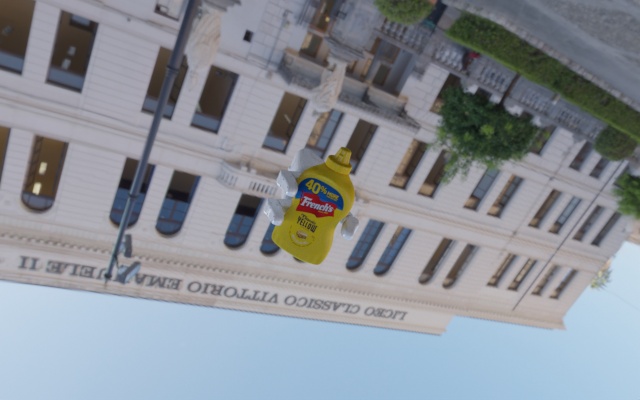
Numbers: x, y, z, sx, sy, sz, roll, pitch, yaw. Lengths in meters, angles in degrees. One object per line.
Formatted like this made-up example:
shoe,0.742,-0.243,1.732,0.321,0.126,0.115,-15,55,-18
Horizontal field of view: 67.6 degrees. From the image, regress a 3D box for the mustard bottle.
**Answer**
mustard bottle,0.000,0.003,0.755,0.096,0.192,0.058,30,22,9
